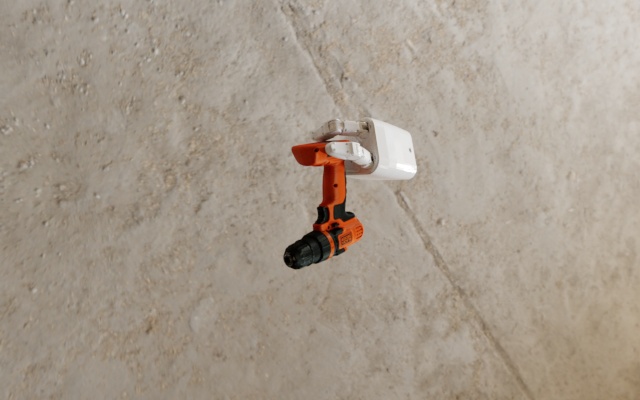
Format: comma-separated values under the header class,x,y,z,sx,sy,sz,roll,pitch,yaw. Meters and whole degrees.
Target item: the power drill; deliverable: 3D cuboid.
class,x,y,z,sx,sy,sz,roll,pitch,yaw
power drill,0.000,0.002,0.758,0.057,0.188,0.184,5,16,35
